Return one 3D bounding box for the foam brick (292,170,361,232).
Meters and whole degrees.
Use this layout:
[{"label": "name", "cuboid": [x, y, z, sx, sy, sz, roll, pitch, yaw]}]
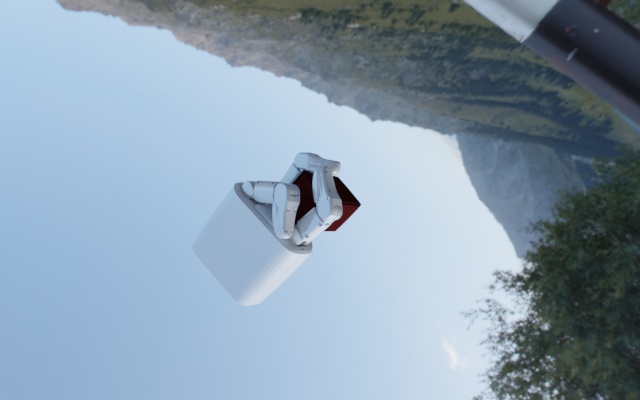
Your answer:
[{"label": "foam brick", "cuboid": [0.000, 0.002, 0.584, 0.051, 0.053, 0.078, -49, -29, 22]}]
